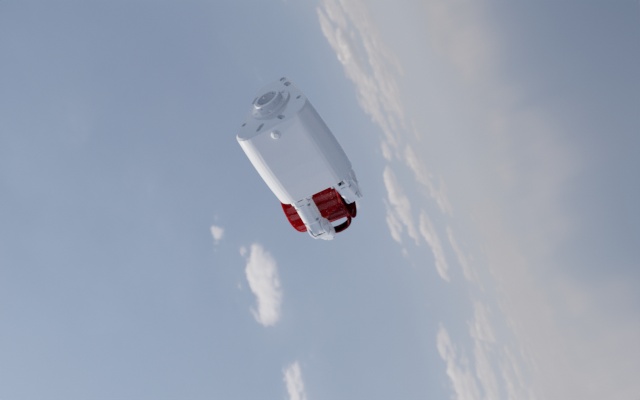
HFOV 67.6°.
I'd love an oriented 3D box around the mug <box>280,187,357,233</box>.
[{"bbox_3d":[0.001,0.003,0.667,0.081,0.117,0.093,-22,37,16],"label":"mug"}]
